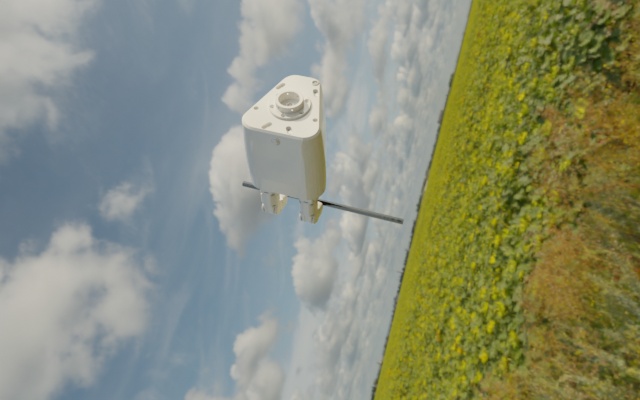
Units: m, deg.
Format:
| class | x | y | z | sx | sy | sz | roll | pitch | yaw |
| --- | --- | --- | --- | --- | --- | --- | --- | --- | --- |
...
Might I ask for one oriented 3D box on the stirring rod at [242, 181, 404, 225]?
| class | x | y | z | sx | sy | sz | roll | pitch | yaw |
| --- | --- | --- | --- | --- | --- | --- | --- | --- | --- |
| stirring rod | 0.000 | 0.002 | 0.685 | 0.239 | 0.011 | 0.011 | 13 | 3 | 11 |
